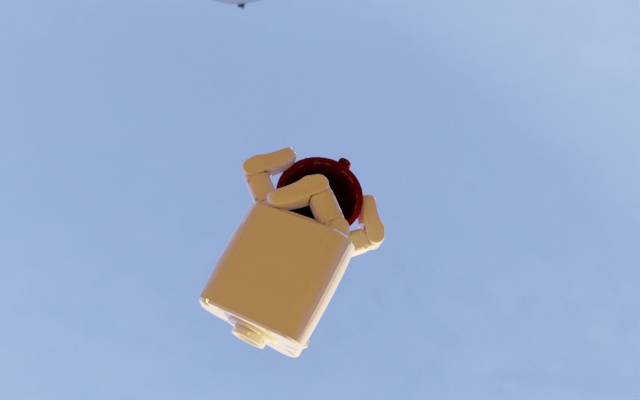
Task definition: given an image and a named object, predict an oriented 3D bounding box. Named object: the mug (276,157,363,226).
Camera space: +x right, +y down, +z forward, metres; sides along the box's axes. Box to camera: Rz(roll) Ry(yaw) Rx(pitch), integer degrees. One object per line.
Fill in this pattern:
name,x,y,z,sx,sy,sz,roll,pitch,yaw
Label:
mug,0.001,0.001,0.543,0.093,0.117,0.081,28,-26,6
